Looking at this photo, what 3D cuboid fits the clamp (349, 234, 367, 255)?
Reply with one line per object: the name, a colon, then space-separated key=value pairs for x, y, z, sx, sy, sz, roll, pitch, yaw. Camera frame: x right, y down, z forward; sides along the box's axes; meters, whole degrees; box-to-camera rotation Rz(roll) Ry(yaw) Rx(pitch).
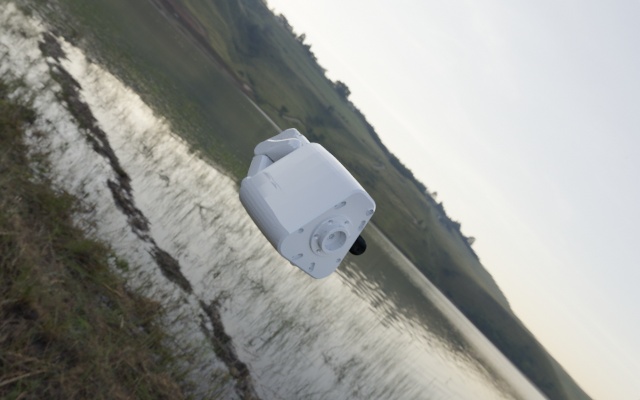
clamp: x=0.000 y=0.001 z=0.627 sx=0.171 sy=0.039 sz=0.120 roll=42 pitch=4 yaw=-43
